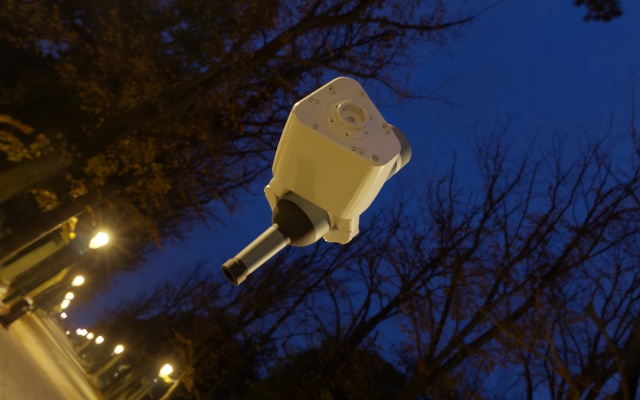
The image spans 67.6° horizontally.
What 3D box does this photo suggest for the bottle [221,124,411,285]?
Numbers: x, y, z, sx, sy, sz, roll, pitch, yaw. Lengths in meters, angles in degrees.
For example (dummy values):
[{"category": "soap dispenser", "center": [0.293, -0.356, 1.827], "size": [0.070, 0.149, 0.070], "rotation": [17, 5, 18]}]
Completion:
[{"category": "bottle", "center": [0.000, 0.002, 0.590], "size": [0.295, 0.069, 0.069], "rotation": [-39, 22, -30]}]
